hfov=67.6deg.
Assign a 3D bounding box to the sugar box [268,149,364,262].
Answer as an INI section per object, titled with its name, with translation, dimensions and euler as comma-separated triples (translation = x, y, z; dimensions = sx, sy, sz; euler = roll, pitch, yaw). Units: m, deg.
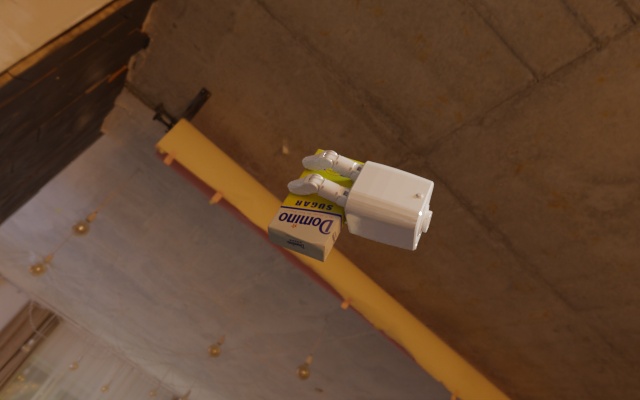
[sugar box]
translation = 0.000, 0.002, 0.737
dimensions = 0.093, 0.176, 0.048
euler = 18, -39, 16
